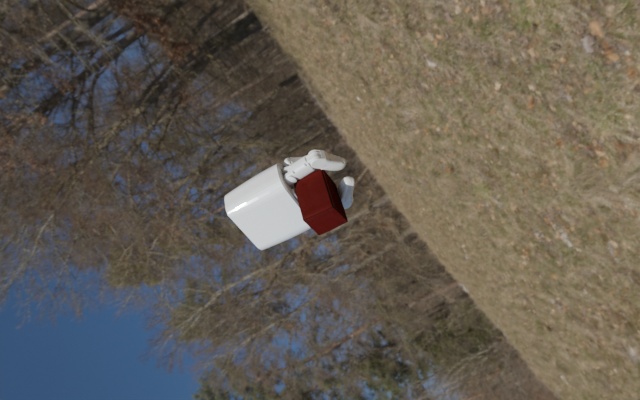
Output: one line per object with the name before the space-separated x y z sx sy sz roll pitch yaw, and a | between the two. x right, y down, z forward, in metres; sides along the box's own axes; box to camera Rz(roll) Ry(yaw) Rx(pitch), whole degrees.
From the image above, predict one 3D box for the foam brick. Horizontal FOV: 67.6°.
foam brick | 0.000 0.002 0.716 0.051 0.078 0.053 -27 -40 13
